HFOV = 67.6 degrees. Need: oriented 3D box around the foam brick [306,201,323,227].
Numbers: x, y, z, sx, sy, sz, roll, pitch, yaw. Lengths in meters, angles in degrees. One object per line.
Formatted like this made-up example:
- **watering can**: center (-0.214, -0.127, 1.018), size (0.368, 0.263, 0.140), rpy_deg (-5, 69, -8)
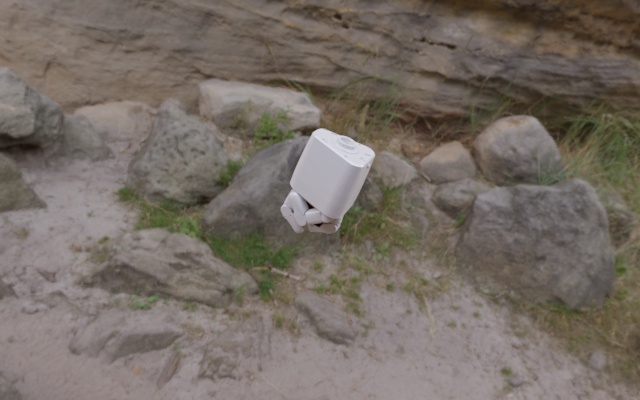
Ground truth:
- **foam brick**: center (0.000, 0.003, 0.869), size (0.053, 0.051, 0.078), rpy_deg (30, 30, 10)
